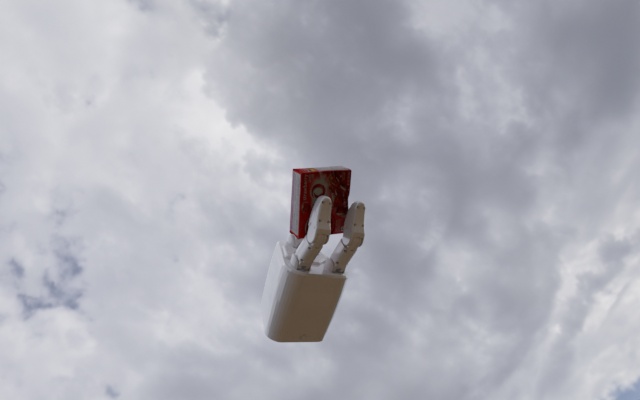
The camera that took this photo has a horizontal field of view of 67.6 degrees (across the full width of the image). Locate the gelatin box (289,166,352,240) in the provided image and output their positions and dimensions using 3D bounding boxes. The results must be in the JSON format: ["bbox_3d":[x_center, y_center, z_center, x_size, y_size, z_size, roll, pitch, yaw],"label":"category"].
[{"bbox_3d":[0.000,0.002,0.616,0.073,0.089,0.030,-5,17,-28],"label":"gelatin box"}]
